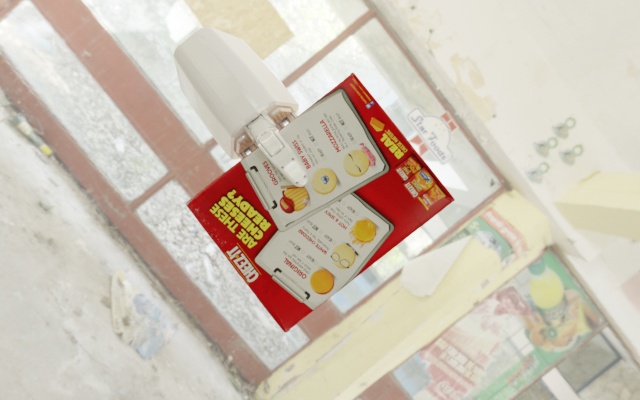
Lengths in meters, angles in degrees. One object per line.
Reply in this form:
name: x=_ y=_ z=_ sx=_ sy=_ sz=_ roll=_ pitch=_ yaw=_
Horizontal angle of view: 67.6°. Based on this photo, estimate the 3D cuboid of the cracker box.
cracker box: x=0.000 y=0.002 z=0.498 sx=0.213 sy=0.164 sz=0.072 roll=-38 pitch=-3 yaw=1
